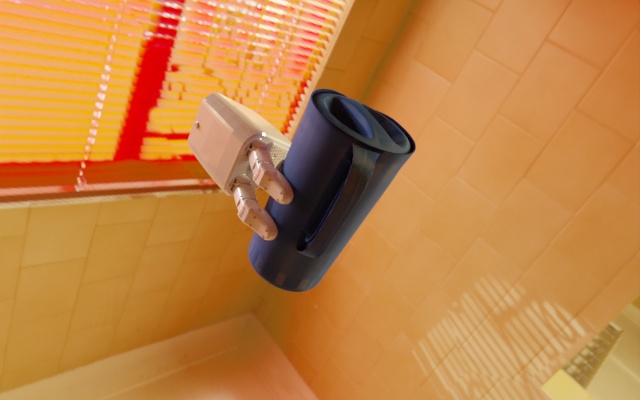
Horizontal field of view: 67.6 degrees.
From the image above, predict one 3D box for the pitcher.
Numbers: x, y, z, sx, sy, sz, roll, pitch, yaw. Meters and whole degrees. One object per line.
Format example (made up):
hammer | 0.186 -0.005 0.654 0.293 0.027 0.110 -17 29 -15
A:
pitcher | 0.000 0.002 0.583 0.145 0.243 0.149 44 32 26
